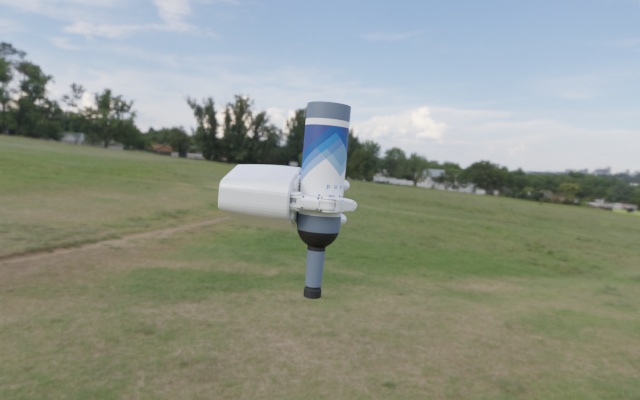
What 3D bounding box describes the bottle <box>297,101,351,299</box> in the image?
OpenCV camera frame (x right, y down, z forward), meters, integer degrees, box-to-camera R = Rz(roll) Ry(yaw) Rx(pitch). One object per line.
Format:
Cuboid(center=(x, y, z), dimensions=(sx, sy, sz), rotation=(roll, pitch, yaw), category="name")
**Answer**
Cuboid(center=(0.000, 0.002, 0.728), dimensions=(0.069, 0.296, 0.069), rotation=(5, 4, 0), category="bottle")
